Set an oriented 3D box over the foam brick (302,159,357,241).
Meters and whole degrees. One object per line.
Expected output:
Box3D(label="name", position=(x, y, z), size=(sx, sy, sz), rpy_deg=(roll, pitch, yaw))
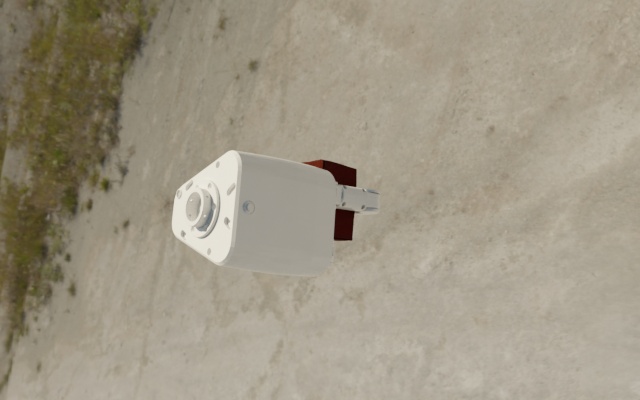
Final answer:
Box3D(label="foam brick", position=(0.000, 0.001, 0.490), size=(0.051, 0.078, 0.053), rpy_deg=(12, -12, -43))
